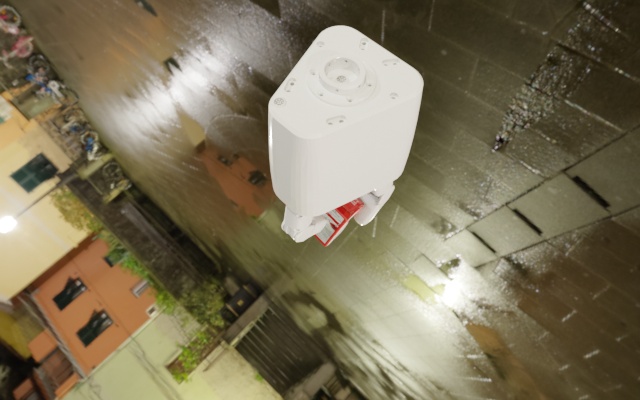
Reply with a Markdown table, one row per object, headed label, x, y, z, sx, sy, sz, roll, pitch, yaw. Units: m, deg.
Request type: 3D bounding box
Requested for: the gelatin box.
| label | x | y | z | sx | sy | sz | roll | pitch | yaw |
| --- | --- | --- | --- | --- | --- | --- | --- | --- | --- |
| gelatin box | 0.000 | 0.002 | 0.505 | 0.030 | 0.073 | 0.089 | -41 | -8 | -26 |
